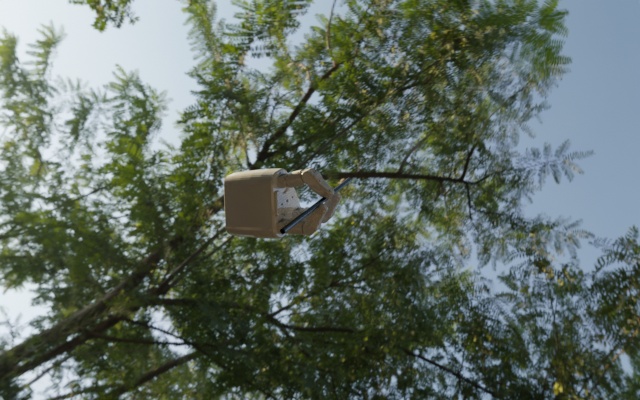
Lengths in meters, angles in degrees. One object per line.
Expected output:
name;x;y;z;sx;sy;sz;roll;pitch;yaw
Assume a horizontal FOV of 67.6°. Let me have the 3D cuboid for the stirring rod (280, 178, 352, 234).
stirring rod;0.000;0.002;0.754;0.011;0.011;0.239;0;19;27
